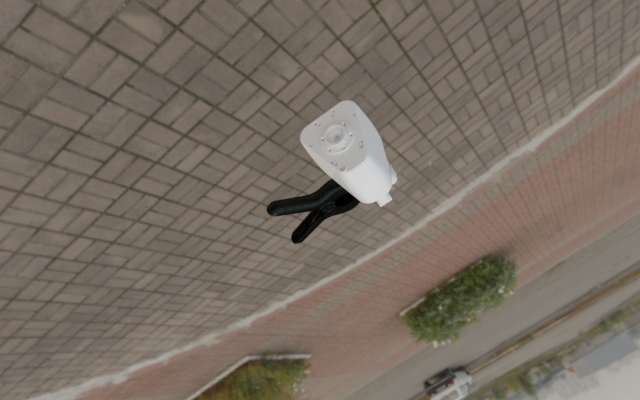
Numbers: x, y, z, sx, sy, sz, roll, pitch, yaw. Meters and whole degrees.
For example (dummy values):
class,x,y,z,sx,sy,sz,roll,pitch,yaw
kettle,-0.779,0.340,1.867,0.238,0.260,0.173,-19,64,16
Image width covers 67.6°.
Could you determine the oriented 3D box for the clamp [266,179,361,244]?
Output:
class,x,y,z,sx,sy,sz,roll,pitch,yaw
clamp,0.001,0.003,0.756,0.171,0.039,0.120,-35,-30,9
